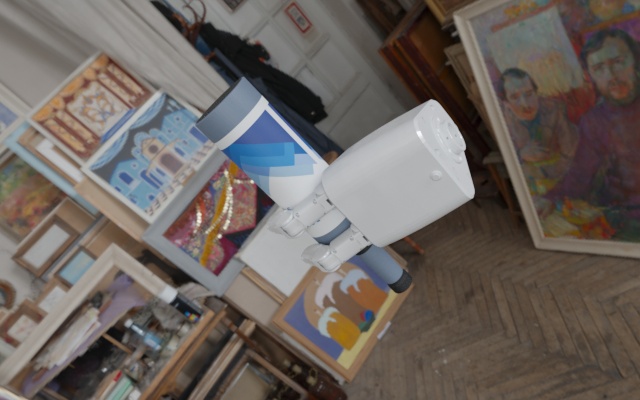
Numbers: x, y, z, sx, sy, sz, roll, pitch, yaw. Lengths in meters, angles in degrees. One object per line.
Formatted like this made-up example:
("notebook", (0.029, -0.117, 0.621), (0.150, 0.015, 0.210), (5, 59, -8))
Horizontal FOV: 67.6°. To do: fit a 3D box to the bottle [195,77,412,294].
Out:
("bottle", (0.000, 0.002, 0.510), (0.296, 0.069, 0.069), (45, -20, -21))
